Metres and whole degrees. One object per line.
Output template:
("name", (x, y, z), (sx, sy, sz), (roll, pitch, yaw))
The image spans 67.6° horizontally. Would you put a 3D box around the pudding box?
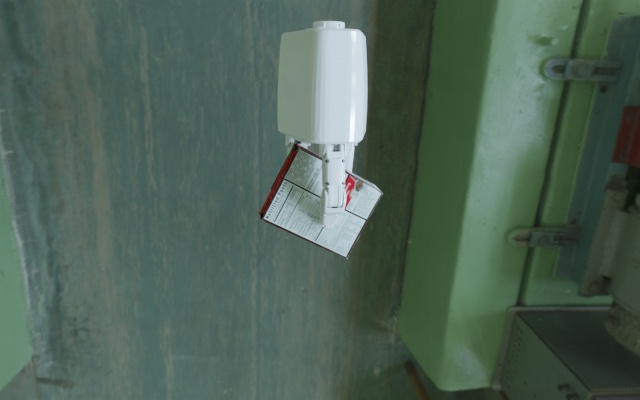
("pudding box", (0.000, 0.002, 0.533), (0.113, 0.090, 0.039), (27, 7, -14))
